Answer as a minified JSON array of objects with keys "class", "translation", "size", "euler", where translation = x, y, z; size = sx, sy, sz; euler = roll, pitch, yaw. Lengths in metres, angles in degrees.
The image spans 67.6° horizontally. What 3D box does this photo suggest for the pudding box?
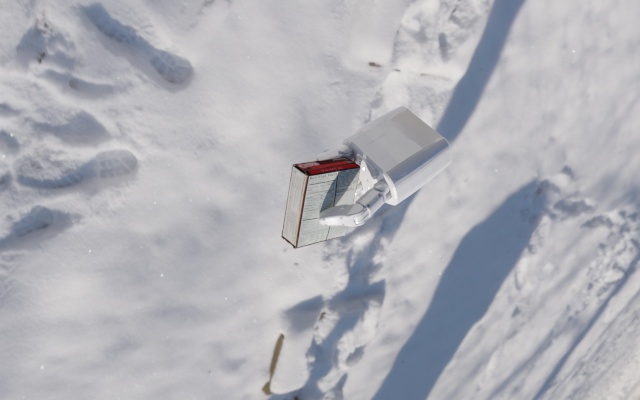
[{"class":"pudding box","translation":[0.000,0.002,0.636],"size":[0.090,0.113,0.039],"euler":[-10,32,-36]}]
